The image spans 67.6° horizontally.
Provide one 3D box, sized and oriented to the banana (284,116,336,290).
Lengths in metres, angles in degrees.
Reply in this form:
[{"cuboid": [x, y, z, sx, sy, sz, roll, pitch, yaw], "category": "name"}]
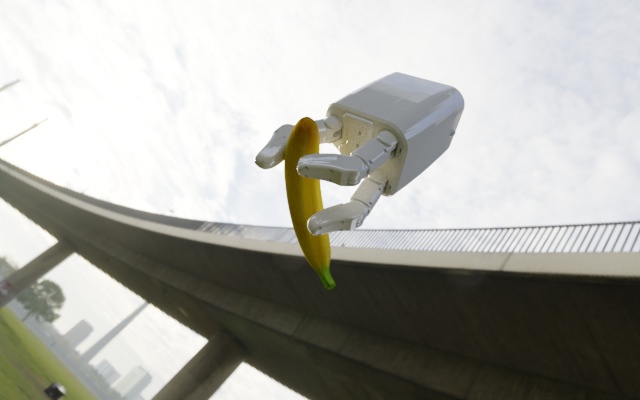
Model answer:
[{"cuboid": [-0.010, -0.002, 0.505, 0.037, 0.198, 0.069, -26, 33, -26], "category": "banana"}]
